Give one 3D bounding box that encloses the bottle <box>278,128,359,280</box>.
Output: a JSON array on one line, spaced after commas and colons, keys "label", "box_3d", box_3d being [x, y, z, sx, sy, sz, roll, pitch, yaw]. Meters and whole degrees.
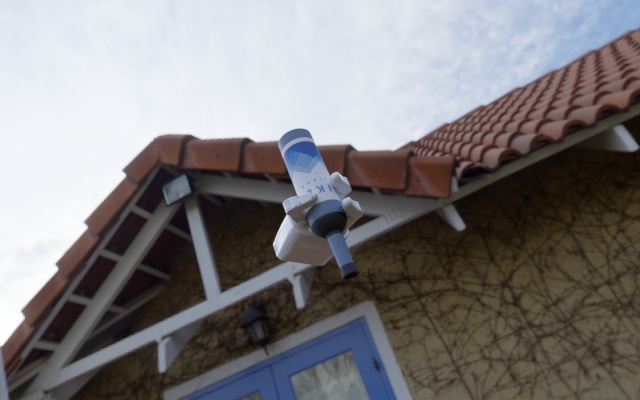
[{"label": "bottle", "box_3d": [0.000, 0.002, 0.837, 0.069, 0.295, 0.069, -17, -30, -10]}]
